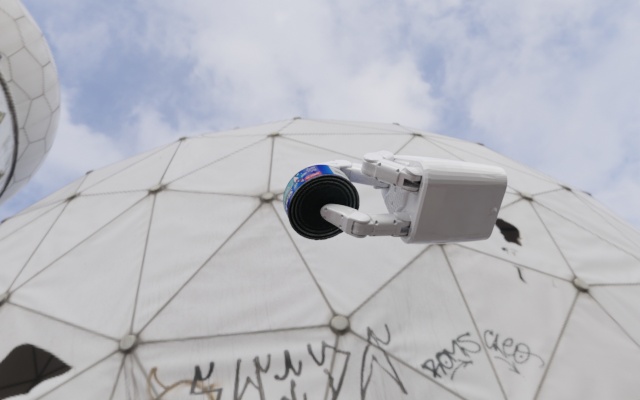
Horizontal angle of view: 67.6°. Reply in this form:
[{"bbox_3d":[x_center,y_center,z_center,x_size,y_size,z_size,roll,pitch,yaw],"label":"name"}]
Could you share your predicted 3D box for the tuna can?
[{"bbox_3d":[0.000,0.002,0.557,0.086,0.086,0.033,0,28,-19],"label":"tuna can"}]
